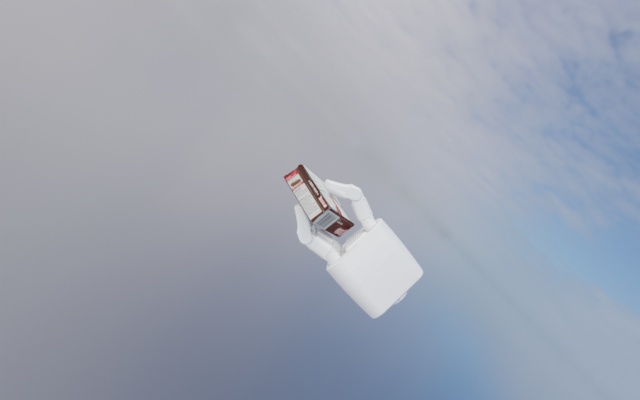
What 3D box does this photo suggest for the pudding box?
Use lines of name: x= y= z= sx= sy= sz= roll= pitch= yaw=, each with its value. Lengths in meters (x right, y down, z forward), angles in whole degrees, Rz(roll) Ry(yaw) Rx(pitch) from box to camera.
pudding box: x=0.000 y=0.002 z=0.730 sx=0.039 sy=0.090 sz=0.113 roll=-37 pitch=-25 yaw=8
